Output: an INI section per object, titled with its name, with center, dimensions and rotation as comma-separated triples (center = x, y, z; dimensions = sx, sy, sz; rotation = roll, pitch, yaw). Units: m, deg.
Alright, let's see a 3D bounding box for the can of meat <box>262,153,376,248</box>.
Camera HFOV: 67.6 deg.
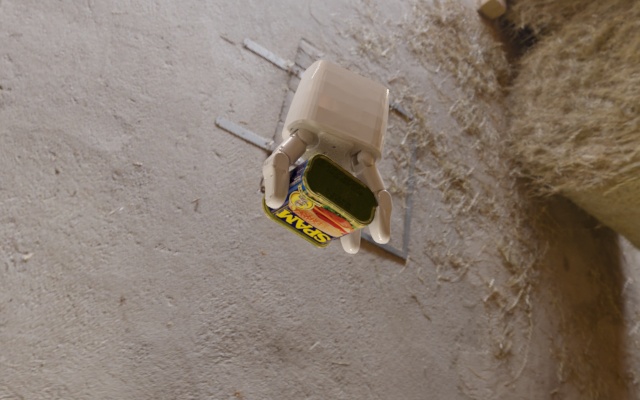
[can of meat]
center = 0.000, 0.002, 0.536
dimensions = 0.102, 0.057, 0.084
rotation = 33, -36, -23
